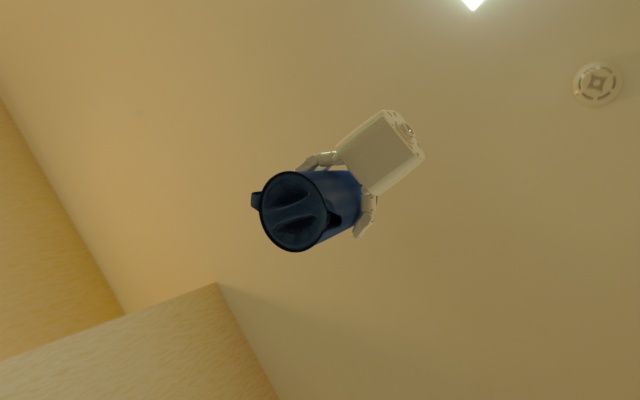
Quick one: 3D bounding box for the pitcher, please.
[{"bbox_3d":[0.000,0.003,0.872,0.145,0.149,0.243,-41,-14,28],"label":"pitcher"}]
